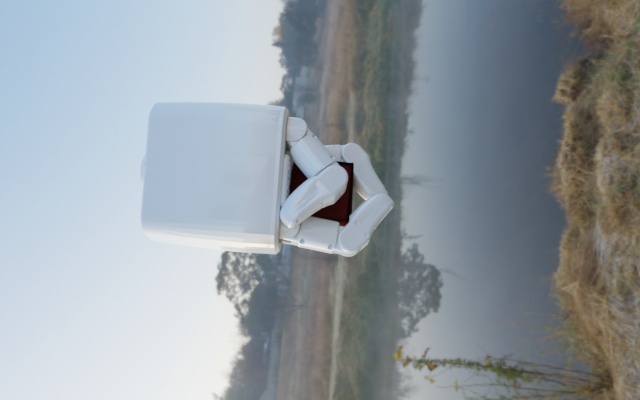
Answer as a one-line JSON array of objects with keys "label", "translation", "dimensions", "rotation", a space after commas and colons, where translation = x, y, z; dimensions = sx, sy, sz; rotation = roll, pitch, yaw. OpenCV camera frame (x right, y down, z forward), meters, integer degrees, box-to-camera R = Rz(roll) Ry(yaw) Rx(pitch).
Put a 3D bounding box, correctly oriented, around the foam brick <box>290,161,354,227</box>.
[{"label": "foam brick", "translation": [0.000, 0.002, 0.424], "dimensions": [0.051, 0.053, 0.078], "rotation": [4, -18, 0]}]
